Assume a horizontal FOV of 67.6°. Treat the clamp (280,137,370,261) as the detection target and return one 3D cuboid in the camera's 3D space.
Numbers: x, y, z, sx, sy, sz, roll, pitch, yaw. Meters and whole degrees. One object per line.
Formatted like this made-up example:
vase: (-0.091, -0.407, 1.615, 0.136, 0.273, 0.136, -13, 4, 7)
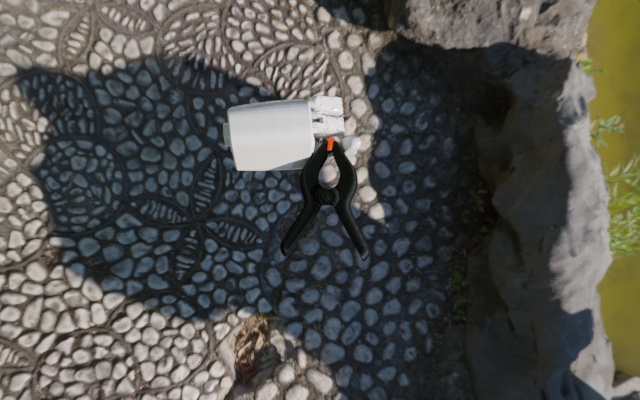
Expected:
clamp: (0.000, 0.002, 0.652, 0.120, 0.171, 0.039, -5, -7, -4)
